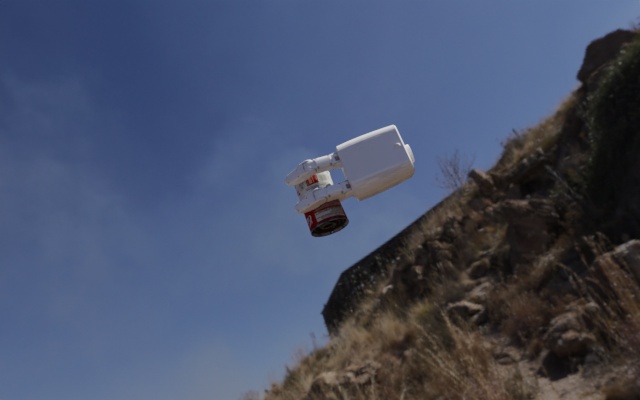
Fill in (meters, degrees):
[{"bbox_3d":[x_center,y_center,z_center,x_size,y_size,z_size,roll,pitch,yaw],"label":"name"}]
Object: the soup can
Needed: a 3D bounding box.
[{"bbox_3d":[0.000,0.003,0.824,0.068,0.102,0.068,-17,-23,-7],"label":"soup can"}]
